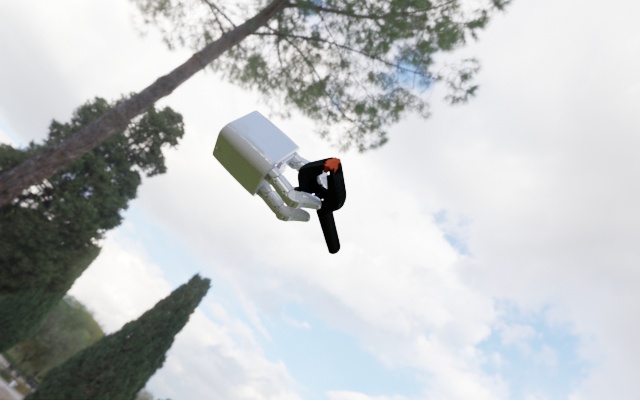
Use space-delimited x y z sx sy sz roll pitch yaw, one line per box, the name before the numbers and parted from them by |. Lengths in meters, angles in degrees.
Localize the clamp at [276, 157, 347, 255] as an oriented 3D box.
clamp | 0.001 0.002 0.812 0.036 0.164 0.210 -43 -5 -33
